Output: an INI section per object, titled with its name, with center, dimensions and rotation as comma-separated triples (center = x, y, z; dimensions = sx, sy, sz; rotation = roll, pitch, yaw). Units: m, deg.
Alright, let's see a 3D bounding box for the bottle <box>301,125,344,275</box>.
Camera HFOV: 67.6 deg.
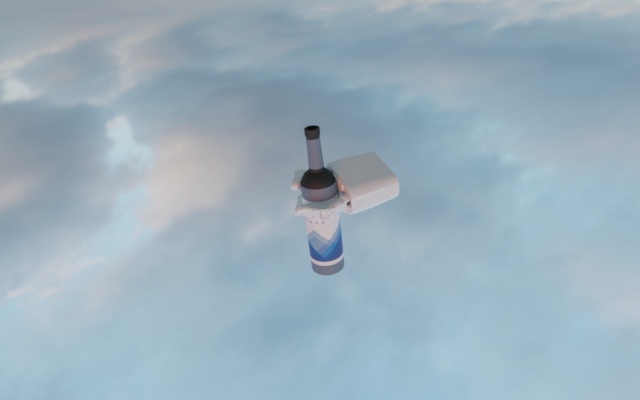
[bottle]
center = 0.000, 0.003, 0.894
dimensions = 0.069, 0.296, 0.069
rotation = -5, 29, 3
